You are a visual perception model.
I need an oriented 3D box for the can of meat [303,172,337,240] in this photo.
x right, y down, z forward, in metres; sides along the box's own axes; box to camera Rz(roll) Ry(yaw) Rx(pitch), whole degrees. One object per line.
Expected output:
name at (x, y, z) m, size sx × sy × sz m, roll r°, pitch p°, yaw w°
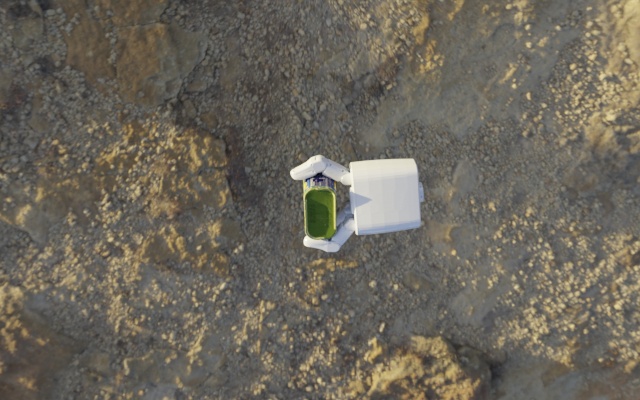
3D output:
can of meat at (0.000, 0.003, 0.787) m, size 0.057 × 0.102 × 0.084 m, roll -2°, pitch 29°, yaw 0°
